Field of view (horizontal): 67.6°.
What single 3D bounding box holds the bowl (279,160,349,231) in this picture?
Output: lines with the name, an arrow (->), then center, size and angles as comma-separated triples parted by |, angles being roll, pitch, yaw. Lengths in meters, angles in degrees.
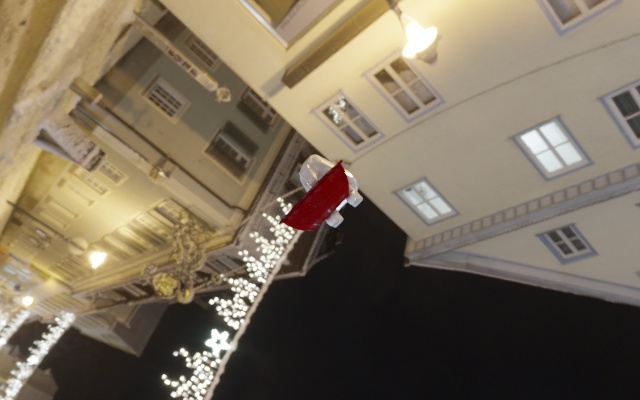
bowl -> 0.000, 0.003, 0.850 | 0.055, 0.162, 0.162 | 45, -1, 1
